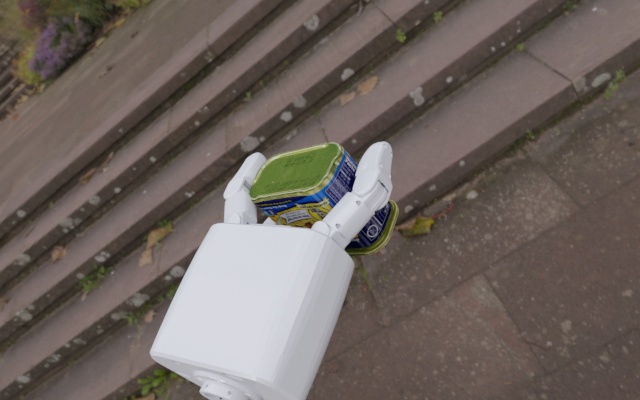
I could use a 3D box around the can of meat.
[{"bbox_3d":[0.000,0.001,0.407,0.102,0.057,0.084,-8,-43,43],"label":"can of meat"}]
